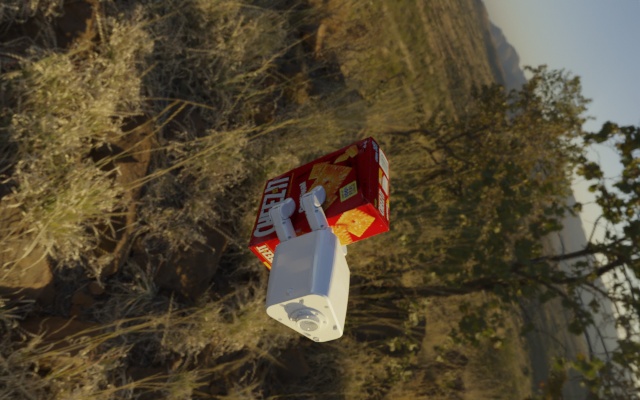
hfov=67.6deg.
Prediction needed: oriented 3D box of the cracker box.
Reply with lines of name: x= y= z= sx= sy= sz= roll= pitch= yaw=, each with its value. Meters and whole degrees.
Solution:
cracker box: x=0.000 y=0.003 z=0.758 sx=0.214 sy=0.164 sz=0.072 roll=-21 pitch=-53 yaw=25
